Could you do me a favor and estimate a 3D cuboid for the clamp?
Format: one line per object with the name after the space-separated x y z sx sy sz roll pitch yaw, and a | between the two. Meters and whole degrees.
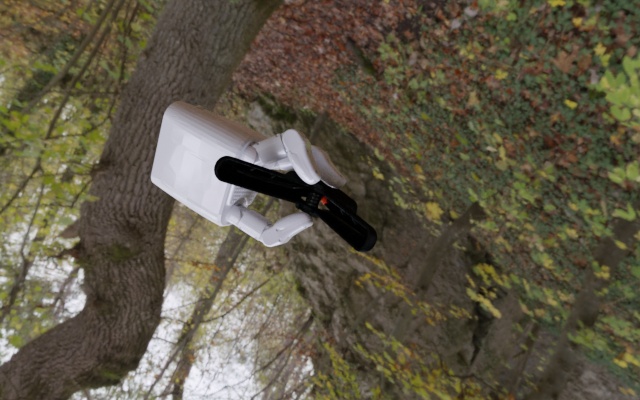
0.000 0.002 0.516 0.164 0.036 0.210 29 8 15 | clamp
